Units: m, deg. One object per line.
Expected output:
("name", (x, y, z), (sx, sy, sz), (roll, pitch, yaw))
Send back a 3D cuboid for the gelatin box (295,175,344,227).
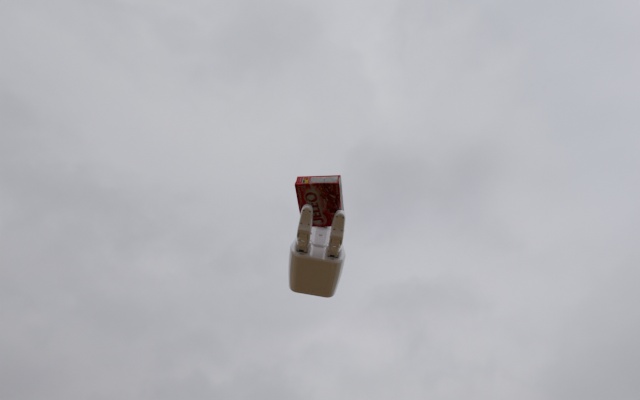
("gelatin box", (0.000, 0.002, 0.790), (0.073, 0.089, 0.030), (-1, 34, 10))
